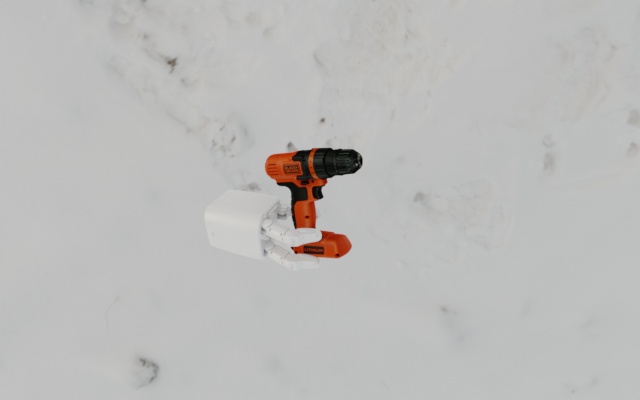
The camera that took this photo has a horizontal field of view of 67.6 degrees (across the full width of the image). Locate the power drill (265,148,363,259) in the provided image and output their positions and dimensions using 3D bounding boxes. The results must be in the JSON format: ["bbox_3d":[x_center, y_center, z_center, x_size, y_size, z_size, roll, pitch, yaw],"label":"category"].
[{"bbox_3d":[0.000,0.003,0.811,0.184,0.188,0.057,0,18,35],"label":"power drill"}]
